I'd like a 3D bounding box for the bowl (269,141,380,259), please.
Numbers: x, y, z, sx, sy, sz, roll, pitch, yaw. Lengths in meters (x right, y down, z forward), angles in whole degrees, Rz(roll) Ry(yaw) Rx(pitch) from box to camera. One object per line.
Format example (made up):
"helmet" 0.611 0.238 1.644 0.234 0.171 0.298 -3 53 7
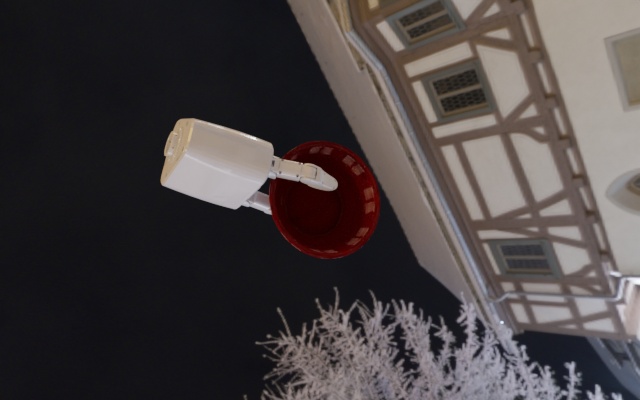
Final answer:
"bowl" 0.001 0.003 0.665 0.162 0.162 0.055 0 -11 -21
